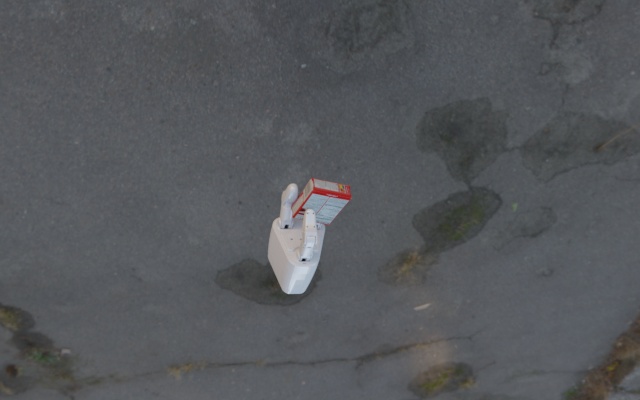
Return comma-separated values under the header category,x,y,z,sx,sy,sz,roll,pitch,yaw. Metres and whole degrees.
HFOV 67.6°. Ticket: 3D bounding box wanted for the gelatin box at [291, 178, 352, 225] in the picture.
category,x,y,z,sx,sy,sz,roll,pitch,yaw
gelatin box,0.000,0.003,0.817,0.073,0.030,0.089,11,-39,-24
